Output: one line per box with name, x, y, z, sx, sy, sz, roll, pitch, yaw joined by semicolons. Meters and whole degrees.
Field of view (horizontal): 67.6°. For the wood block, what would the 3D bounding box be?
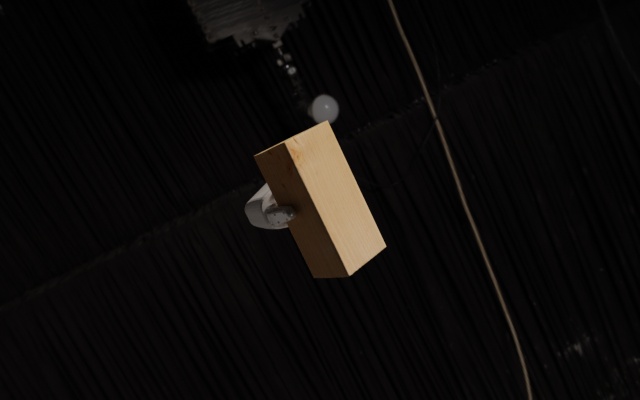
wood block;0.000;0.002;0.704;0.090;0.206;0.090;-32;11;-35
